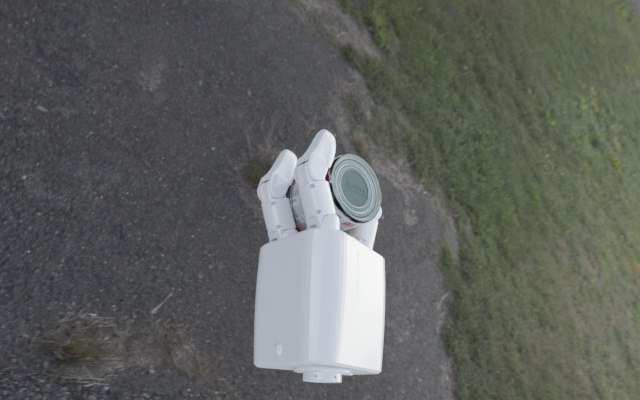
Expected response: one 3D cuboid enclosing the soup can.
[{"bbox_3d":[0.000,0.001,0.469,0.068,0.068,0.102,0,-15,-44],"label":"soup can"}]
